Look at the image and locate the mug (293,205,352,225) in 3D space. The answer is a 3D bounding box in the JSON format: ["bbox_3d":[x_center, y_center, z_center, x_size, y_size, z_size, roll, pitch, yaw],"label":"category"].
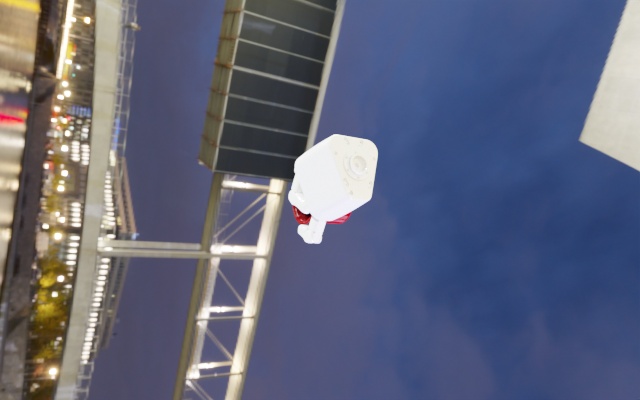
[{"bbox_3d":[0.000,0.003,0.870,0.081,0.093,0.117,5,-19,-29],"label":"mug"}]
